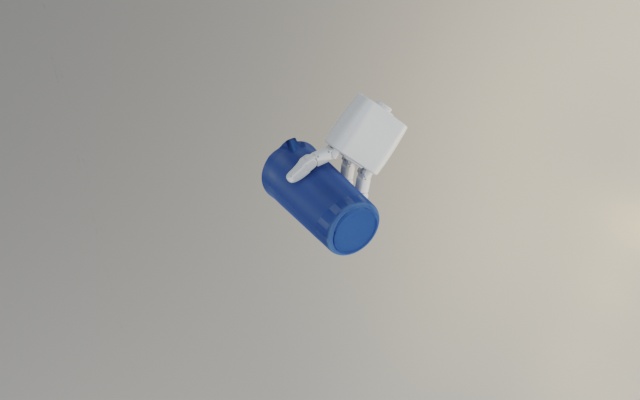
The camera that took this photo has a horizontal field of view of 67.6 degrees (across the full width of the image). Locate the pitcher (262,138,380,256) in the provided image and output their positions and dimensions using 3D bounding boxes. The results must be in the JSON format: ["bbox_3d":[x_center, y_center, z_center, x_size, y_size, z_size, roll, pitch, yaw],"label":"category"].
[{"bbox_3d":[0.000,0.003,0.894,0.149,0.145,0.242,27,11,-43],"label":"pitcher"}]
